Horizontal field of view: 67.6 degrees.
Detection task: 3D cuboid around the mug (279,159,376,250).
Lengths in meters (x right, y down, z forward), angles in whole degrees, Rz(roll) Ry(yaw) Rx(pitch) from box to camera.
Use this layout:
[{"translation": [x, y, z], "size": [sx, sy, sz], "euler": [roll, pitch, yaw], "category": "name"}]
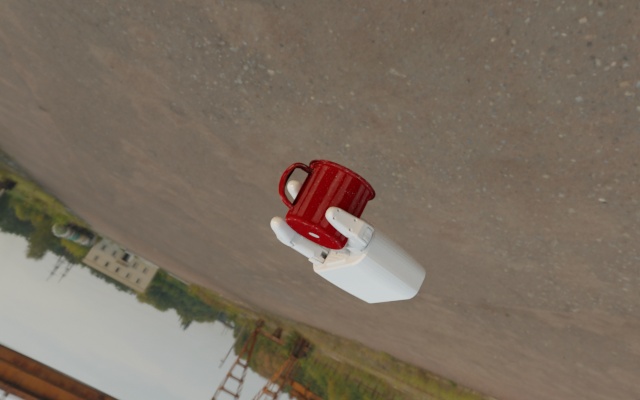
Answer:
[{"translation": [-0.001, 0.001, 0.585], "size": [0.117, 0.081, 0.093], "euler": [35, -18, -23], "category": "mug"}]
